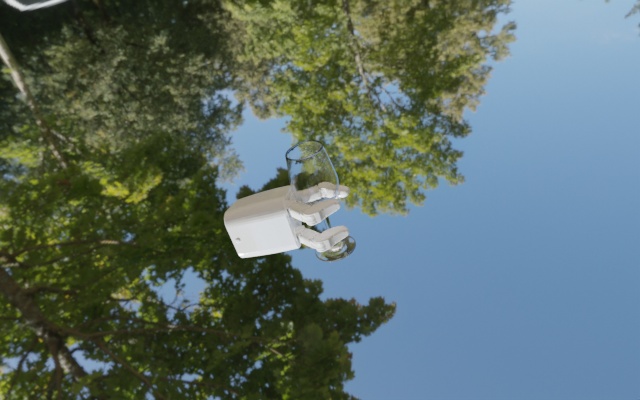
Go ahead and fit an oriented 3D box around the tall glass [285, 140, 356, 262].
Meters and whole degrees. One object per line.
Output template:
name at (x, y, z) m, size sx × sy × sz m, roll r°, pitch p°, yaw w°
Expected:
tall glass at (0.000, 0.003, 0.794) m, size 0.079 × 0.201 × 0.079 m, roll -13°, pitch 31°, yaw 8°
